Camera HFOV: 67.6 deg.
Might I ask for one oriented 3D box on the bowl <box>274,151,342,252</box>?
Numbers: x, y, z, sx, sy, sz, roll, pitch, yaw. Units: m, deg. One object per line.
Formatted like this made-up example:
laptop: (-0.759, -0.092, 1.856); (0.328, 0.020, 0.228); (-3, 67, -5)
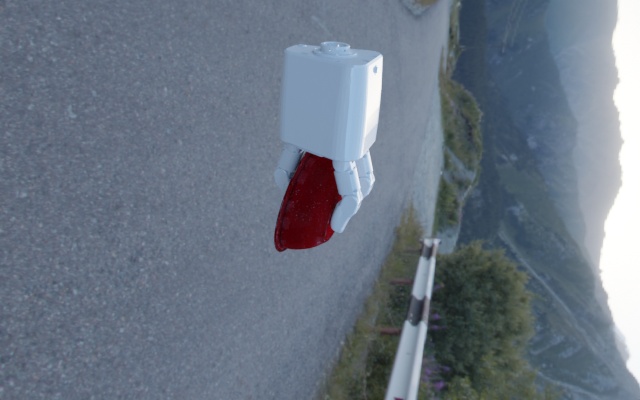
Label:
bowl: (0.000, 0.003, 0.624); (0.055, 0.162, 0.162); (22, 5, 11)
